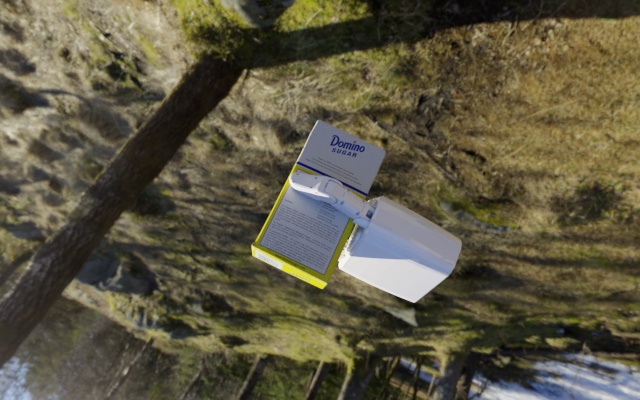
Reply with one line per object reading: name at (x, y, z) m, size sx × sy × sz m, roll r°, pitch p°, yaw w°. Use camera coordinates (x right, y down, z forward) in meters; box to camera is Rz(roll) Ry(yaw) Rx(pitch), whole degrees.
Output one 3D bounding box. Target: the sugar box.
sugar box at (0.000, 0.002, 0.557) m, size 0.093 × 0.176 × 0.048 m, roll 26°, pitch -22°, yaw 1°
